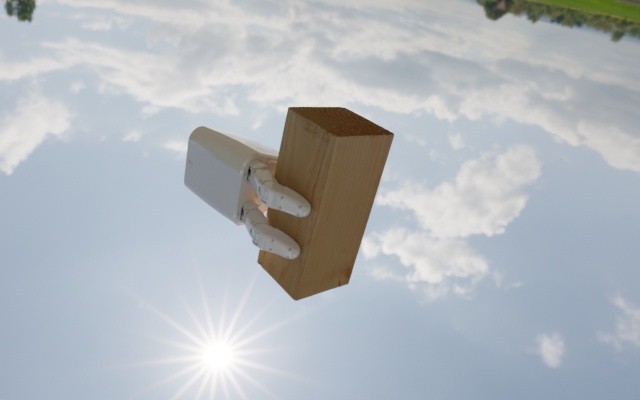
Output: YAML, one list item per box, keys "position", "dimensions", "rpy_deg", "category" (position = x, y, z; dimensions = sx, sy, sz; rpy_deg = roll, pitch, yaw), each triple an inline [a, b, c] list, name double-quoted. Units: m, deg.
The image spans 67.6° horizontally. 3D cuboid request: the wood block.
- position: [0.000, 0.002, 0.568]
  dimensions: [0.091, 0.206, 0.090]
  rpy_deg: [-10, 35, -40]
  category: "wood block"
